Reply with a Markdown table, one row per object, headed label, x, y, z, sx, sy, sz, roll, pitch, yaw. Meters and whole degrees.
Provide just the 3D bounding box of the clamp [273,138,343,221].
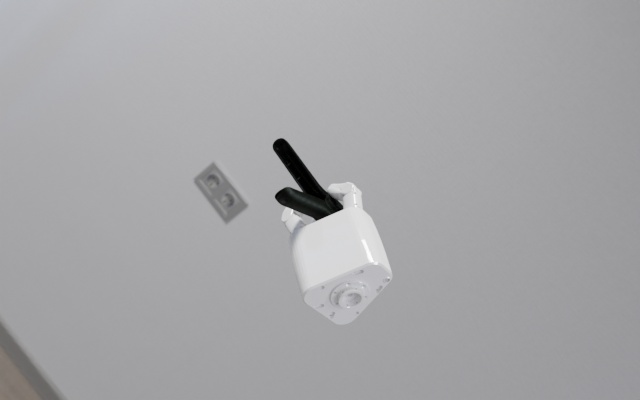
| label | x | y | z | sx | sy | sz | roll | pitch | yaw |
| --- | --- | --- | --- | --- | --- | --- | --- | --- | --- |
| clamp | 0.001 | 0.002 | 0.711 | 0.036 | 0.164 | 0.210 | -37 | -54 | 17 |
